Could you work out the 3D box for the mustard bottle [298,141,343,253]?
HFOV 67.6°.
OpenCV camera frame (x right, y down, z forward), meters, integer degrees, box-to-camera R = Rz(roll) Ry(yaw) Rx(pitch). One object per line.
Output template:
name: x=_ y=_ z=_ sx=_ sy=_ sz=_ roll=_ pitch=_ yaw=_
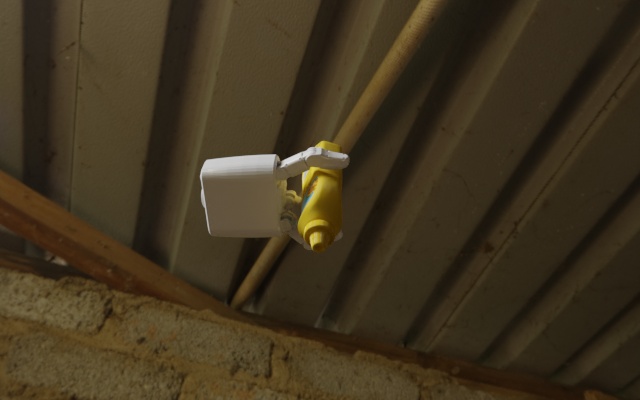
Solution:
mustard bottle: x=0.000 y=0.002 z=0.676 sx=0.058 sy=0.096 sz=0.191 roll=17 pitch=36 yaw=-10
